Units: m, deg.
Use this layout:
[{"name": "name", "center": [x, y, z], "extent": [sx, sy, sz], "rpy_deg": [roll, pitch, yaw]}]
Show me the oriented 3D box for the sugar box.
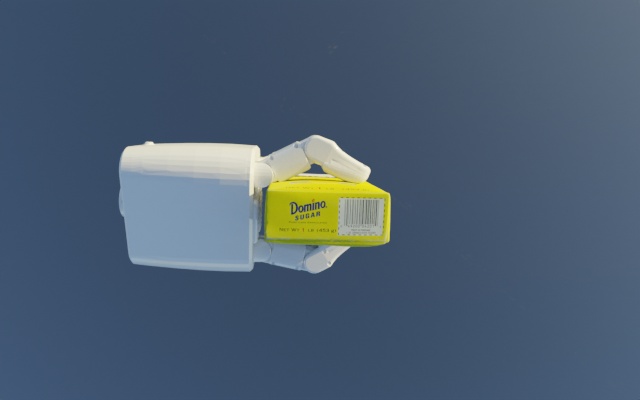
[{"name": "sugar box", "center": [0.000, 0.001, 0.431], "extent": [0.093, 0.048, 0.176], "rpy_deg": [2, 9, -5]}]
